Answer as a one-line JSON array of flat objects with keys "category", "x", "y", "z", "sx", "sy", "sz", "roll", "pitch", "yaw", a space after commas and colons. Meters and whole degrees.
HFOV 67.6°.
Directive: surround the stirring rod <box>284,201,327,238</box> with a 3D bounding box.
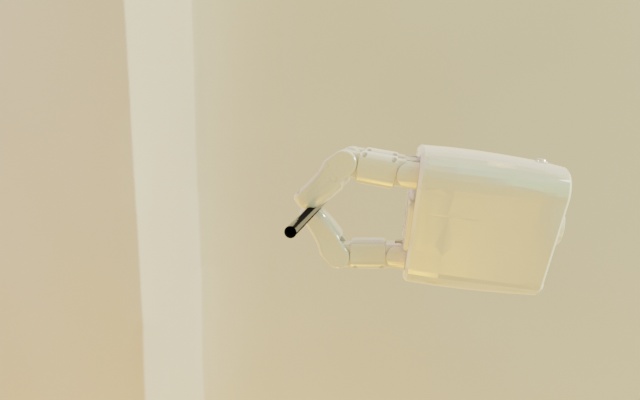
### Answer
[{"category": "stirring rod", "x": 0.000, "y": 0.001, "z": 0.419, "sx": 0.011, "sy": 0.011, "sz": 0.239, "roll": 0, "pitch": 9, "yaw": 9}]
